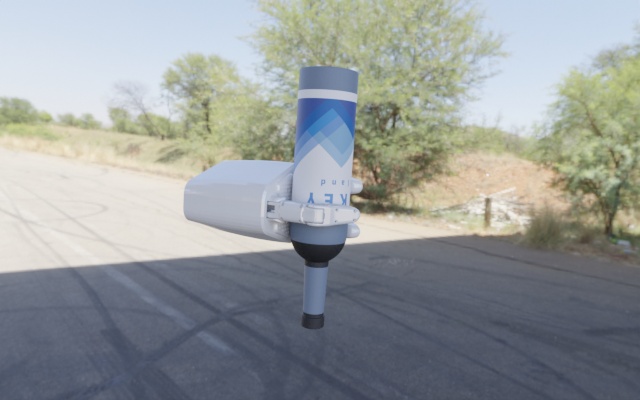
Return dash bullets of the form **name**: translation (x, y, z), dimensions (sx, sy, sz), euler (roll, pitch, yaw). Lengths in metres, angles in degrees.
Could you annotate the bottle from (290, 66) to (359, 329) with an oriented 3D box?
- **bottle**: translation (0.000, 0.002, 0.549), dimensions (0.069, 0.296, 0.069), euler (4, 6, 0)
